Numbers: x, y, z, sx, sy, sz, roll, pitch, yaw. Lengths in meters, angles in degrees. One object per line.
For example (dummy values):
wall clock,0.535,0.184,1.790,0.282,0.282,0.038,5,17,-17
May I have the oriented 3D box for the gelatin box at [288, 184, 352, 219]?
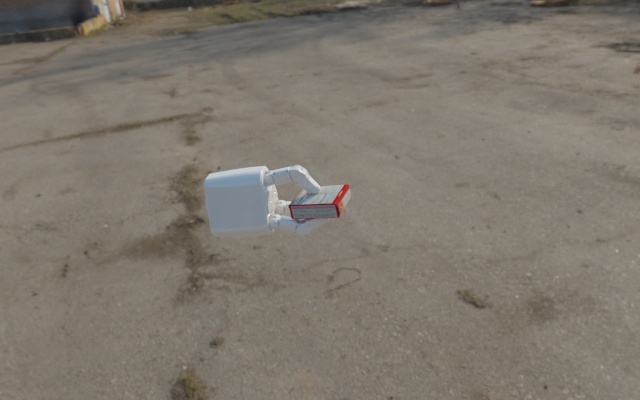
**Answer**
gelatin box,0.000,0.002,0.814,0.089,0.030,0.073,-3,26,23
